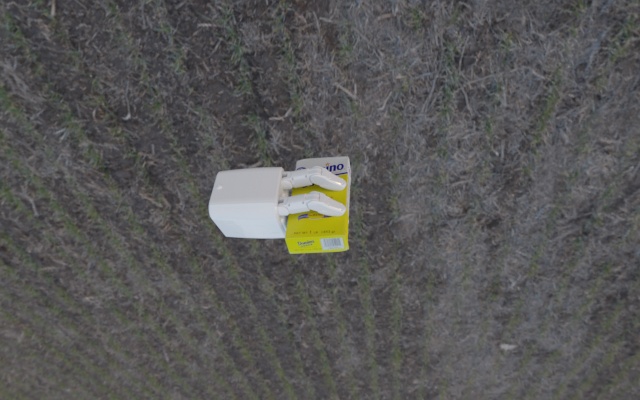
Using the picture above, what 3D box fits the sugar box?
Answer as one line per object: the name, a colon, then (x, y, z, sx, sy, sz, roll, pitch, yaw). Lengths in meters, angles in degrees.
sugar box: (0.000, 0.002, 0.770, 0.093, 0.176, 0.048, -3, -41, 8)
